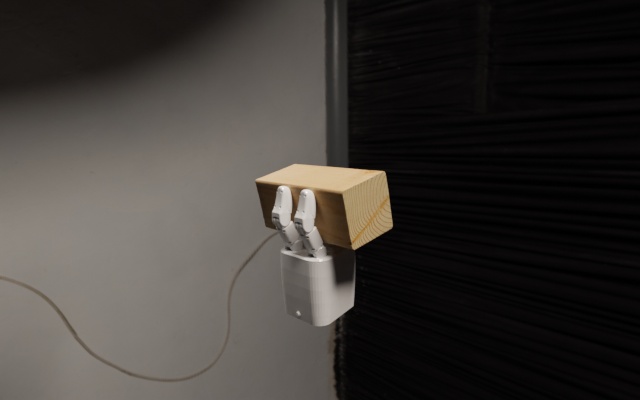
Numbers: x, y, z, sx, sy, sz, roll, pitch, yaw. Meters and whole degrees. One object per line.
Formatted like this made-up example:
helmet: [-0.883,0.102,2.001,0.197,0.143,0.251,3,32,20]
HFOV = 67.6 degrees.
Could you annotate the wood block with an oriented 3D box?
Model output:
wood block: [0.000,0.003,0.743,0.091,0.090,0.206,-25,22,-37]
